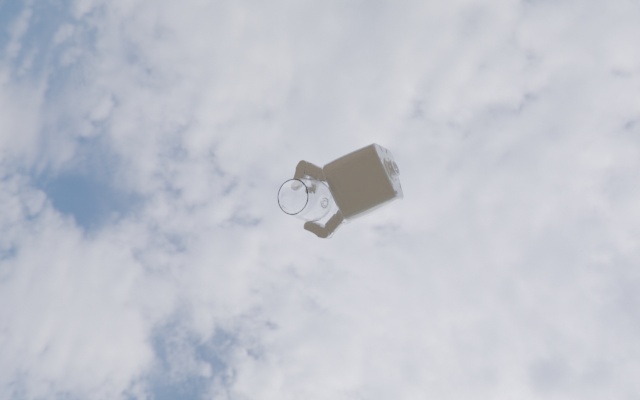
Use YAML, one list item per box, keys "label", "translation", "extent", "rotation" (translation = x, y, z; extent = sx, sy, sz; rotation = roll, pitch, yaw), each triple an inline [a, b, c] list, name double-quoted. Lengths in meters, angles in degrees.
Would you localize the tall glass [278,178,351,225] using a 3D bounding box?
- label: "tall glass"
  translation: [0.000, 0.003, 0.891]
  extent: [0.079, 0.079, 0.201]
  rotation: [0, -5, 29]
